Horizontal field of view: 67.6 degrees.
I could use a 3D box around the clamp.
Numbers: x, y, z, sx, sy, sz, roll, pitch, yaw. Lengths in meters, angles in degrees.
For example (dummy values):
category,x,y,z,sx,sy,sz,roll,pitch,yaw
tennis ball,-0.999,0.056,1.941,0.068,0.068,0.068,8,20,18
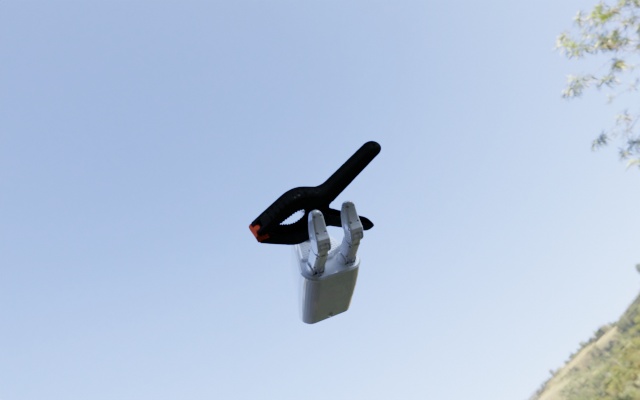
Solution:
category,x,y,z,sx,sy,sz,roll,pitch,yaw
clamp,-0.001,0.002,0.679,0.210,0.165,0.036,-16,42,-27
